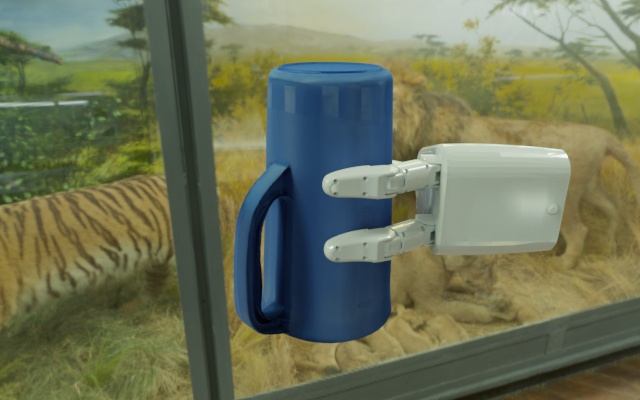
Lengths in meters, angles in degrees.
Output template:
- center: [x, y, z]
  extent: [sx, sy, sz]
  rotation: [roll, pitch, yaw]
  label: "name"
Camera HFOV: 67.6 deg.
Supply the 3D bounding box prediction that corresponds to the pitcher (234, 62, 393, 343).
- center: [0.000, 0.001, 0.442]
  extent: [0.145, 0.243, 0.149]
  rotation: [1, 21, 1]
  label: "pitcher"
